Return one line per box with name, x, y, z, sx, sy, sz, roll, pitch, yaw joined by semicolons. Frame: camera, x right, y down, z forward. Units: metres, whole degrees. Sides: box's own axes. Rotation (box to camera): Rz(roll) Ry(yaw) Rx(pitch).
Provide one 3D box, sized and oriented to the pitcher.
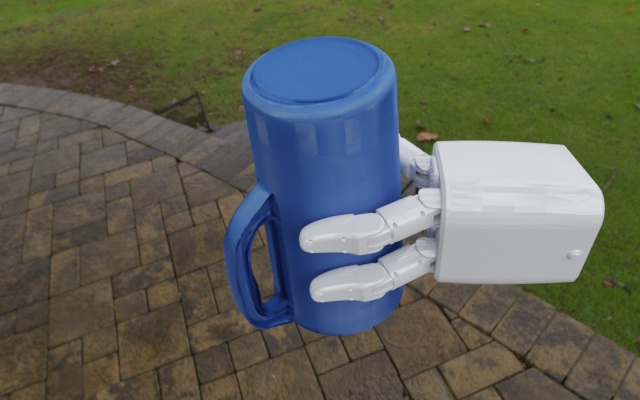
pitcher;0.000;0.001;0.402;0.145;0.243;0.149;2;44;10
